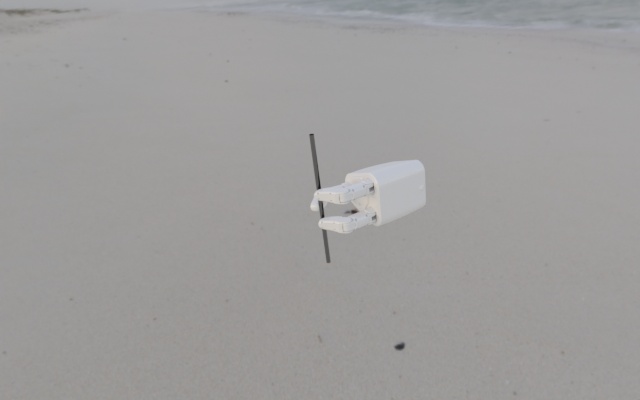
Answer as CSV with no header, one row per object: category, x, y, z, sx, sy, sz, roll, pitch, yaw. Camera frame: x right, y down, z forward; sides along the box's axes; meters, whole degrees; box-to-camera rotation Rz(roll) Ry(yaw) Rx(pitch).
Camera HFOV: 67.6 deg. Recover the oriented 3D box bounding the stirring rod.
stirring rod,0.000,0.003,0.816,0.011,0.240,0.011,-6,24,3
